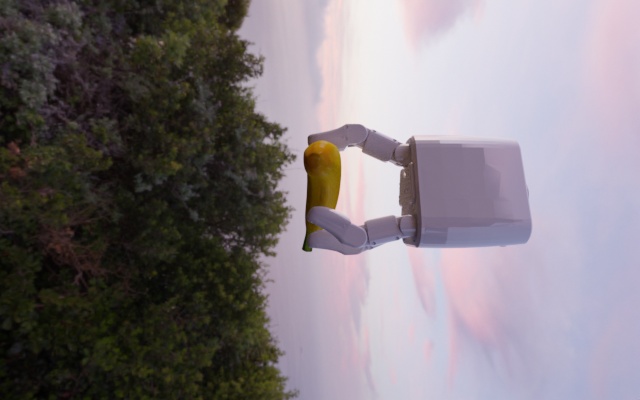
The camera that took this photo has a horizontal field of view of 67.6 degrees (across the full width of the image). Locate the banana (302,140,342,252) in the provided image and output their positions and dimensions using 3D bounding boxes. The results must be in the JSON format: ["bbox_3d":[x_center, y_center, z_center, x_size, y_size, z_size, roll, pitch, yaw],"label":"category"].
[{"bbox_3d":[0.002,-0.013,0.483,0.037,0.069,0.198,6,-28,1],"label":"banana"}]
